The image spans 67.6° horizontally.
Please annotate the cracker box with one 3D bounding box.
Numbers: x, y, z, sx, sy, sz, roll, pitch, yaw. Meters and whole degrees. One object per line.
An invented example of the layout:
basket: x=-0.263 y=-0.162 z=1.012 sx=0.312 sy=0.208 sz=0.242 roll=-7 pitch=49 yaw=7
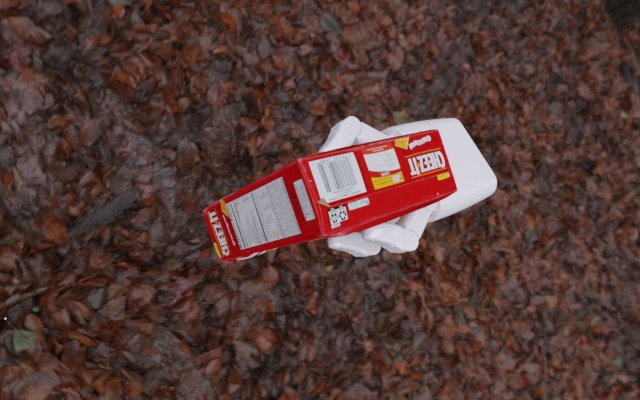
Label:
cracker box: x=0.000 y=0.001 z=0.484 sx=0.164 sy=0.072 sz=0.214 roll=-16 pitch=-2 yaw=-35
